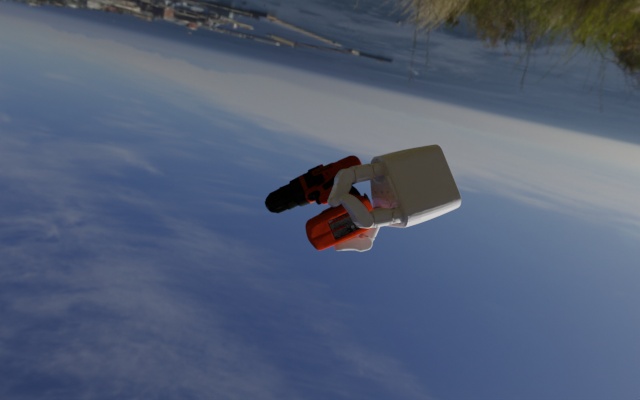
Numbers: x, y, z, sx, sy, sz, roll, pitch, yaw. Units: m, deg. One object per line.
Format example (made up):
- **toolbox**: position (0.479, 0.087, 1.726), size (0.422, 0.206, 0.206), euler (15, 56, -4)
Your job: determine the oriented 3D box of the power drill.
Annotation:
- **power drill**: position (0.000, 0.003, 0.777), size (0.184, 0.057, 0.187), euler (-25, 30, 2)
